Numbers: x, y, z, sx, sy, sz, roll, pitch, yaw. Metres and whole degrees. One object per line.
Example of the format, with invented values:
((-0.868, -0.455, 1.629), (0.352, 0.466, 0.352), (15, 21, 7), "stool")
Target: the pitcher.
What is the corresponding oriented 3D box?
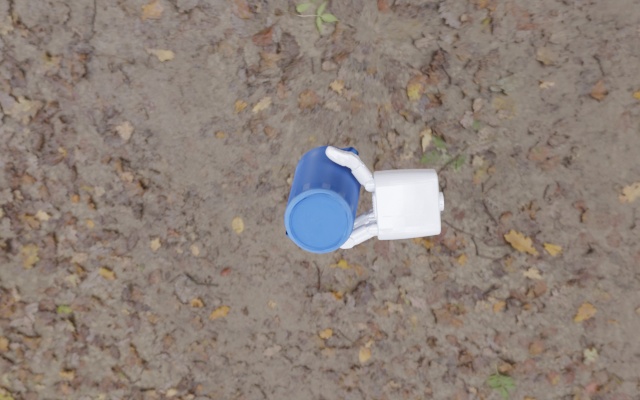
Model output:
((0.000, 0.003, 0.837), (0.145, 0.149, 0.242), (-2, 19, 6), "pitcher")
